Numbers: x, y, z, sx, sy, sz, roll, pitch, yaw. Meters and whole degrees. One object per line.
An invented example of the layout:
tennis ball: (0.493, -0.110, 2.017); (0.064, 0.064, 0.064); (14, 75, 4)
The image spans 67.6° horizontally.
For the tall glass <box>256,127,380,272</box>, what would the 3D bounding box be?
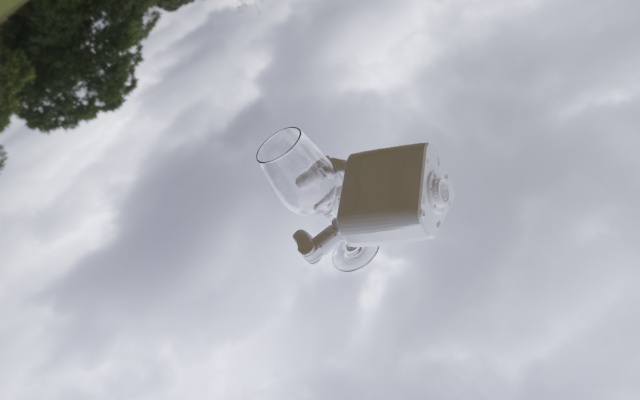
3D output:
tall glass: (0.000, 0.003, 0.606); (0.079, 0.079, 0.201); (0, -42, 42)
